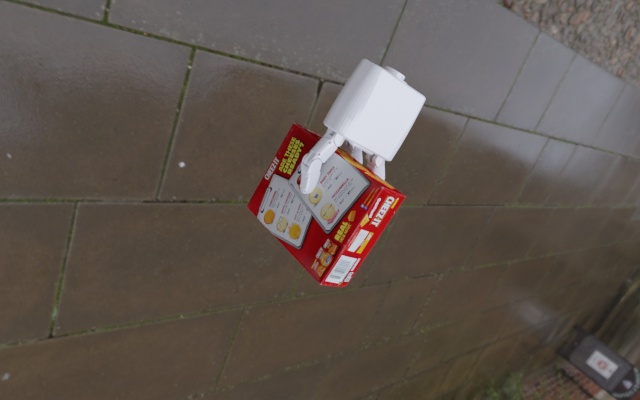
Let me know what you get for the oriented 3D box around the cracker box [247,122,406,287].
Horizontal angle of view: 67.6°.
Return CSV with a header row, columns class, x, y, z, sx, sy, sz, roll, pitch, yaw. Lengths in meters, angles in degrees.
class,x,y,z,sx,sy,sz,roll,pitch,yaw
cracker box,0.000,0.002,0.728,0.072,0.164,0.213,18,17,-48
